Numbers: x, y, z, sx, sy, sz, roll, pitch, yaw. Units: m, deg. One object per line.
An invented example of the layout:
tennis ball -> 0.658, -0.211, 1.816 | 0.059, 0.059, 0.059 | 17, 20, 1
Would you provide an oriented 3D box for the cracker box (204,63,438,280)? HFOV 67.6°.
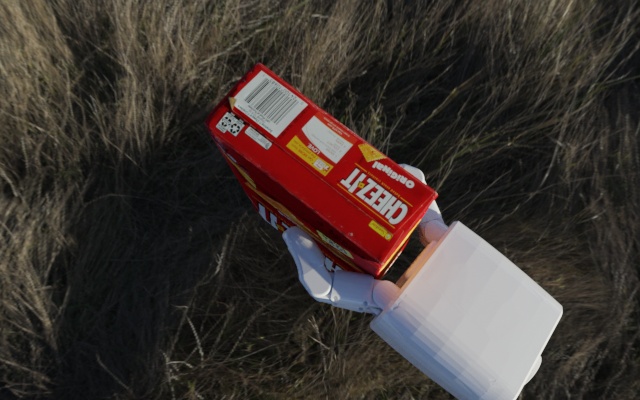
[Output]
cracker box -> 0.000, 0.001, 0.423 | 0.164, 0.072, 0.214 | 38, -12, 12
